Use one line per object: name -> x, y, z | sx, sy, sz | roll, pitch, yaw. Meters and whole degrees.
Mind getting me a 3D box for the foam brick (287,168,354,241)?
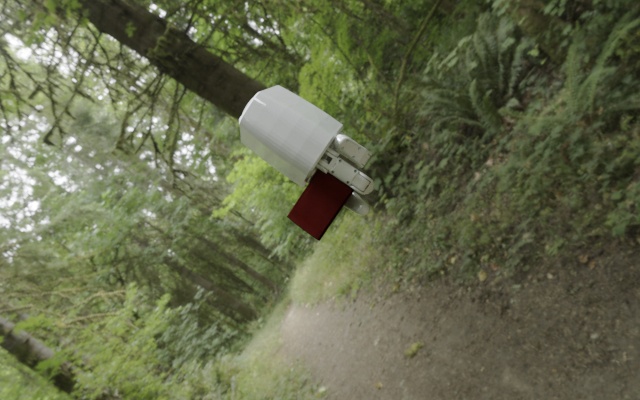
foam brick -> 0.000, 0.002, 0.609 | 0.051, 0.078, 0.053 | 34, 5, -2
